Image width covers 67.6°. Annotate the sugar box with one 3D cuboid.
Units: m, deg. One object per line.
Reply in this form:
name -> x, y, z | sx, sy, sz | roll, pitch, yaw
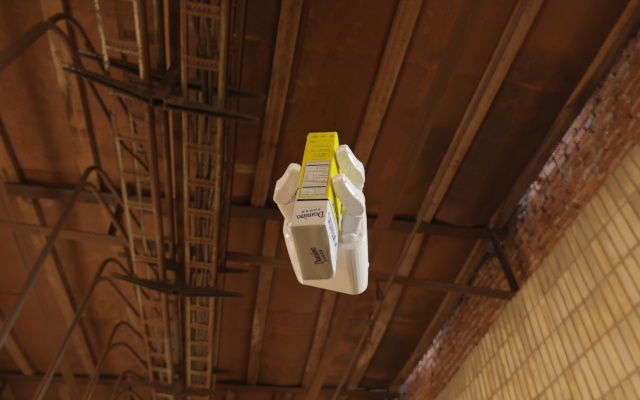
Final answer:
sugar box -> 0.001, 0.002, 0.592 | 0.048, 0.093, 0.176 | -4, 42, 7
